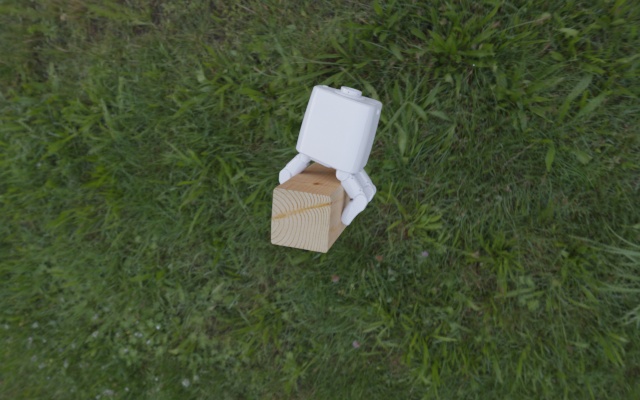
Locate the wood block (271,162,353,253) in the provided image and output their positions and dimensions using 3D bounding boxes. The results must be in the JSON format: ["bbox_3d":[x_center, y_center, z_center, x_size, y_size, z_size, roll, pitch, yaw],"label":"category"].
[{"bbox_3d":[0.000,0.002,0.788,0.091,0.090,0.206,9,17,15],"label":"wood block"}]
